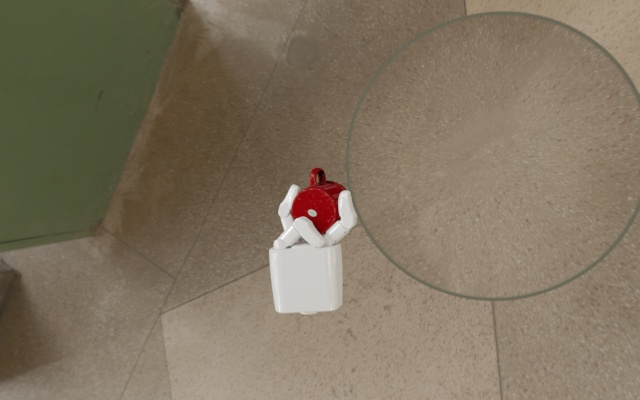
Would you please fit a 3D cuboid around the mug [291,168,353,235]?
[{"bbox_3d":[0.000,0.001,0.813,0.093,0.117,0.081,-2,5,19],"label":"mug"}]
